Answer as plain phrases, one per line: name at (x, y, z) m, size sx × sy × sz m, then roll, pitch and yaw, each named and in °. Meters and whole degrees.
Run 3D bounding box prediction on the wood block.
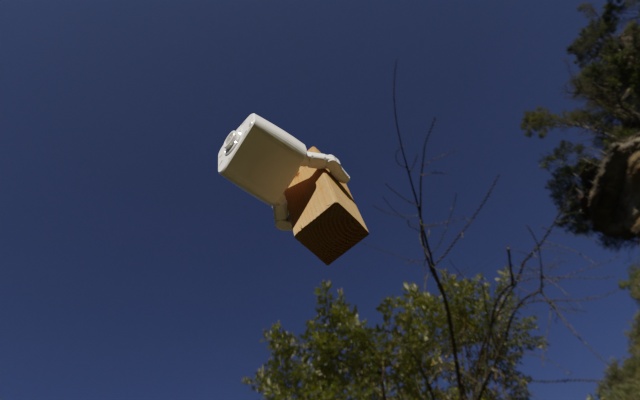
wood block at (0.000, 0.002, 0.834) m, size 0.090 × 0.091 × 0.206 m, roll 44°, pitch 14°, yaw -30°
